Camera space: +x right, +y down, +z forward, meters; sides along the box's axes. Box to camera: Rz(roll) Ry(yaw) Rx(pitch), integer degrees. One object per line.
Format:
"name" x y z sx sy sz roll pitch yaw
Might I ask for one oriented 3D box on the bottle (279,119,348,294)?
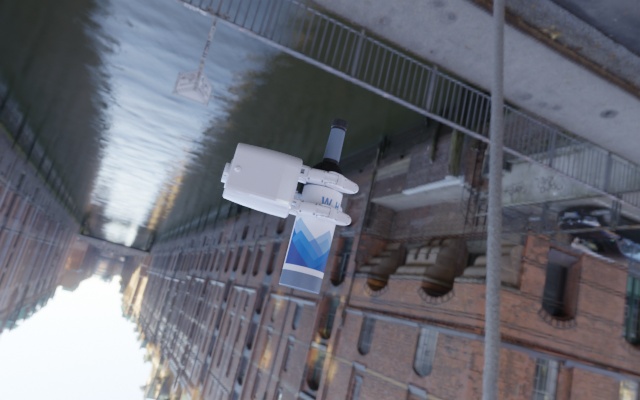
"bottle" 0.000 0.003 0.798 0.069 0.295 0.069 13 -13 3
